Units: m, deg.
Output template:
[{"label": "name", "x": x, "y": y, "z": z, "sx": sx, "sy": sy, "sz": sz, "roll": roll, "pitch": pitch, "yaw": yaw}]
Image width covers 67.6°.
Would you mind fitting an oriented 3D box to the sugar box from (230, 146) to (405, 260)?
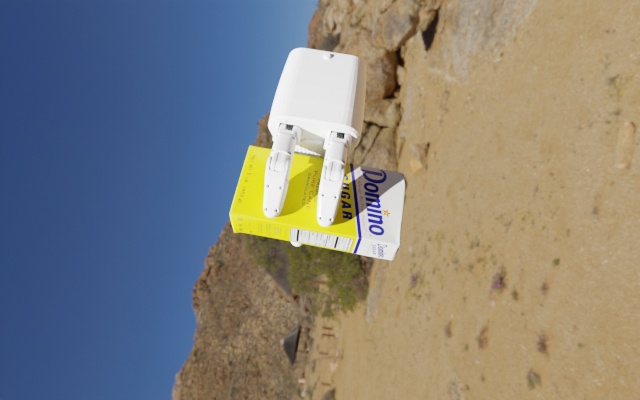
[{"label": "sugar box", "x": 0.000, "y": 0.001, "z": 0.515, "sx": 0.176, "sy": 0.093, "sz": 0.048, "roll": 8, "pitch": -31, "yaw": 2}]
